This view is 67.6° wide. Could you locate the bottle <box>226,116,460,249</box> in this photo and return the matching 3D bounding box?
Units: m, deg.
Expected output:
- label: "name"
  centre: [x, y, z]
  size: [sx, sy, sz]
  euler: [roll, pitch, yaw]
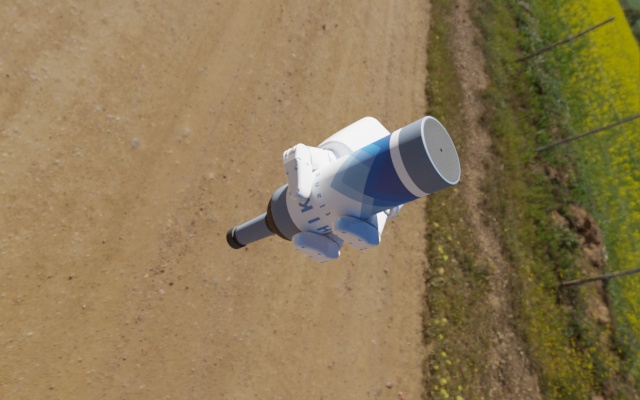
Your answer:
- label: "bottle"
  centre: [0.000, 0.002, 0.514]
  size: [0.296, 0.069, 0.069]
  euler: [-23, -14, 37]
